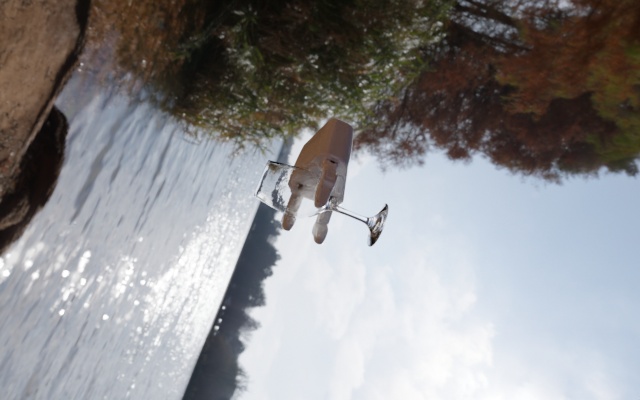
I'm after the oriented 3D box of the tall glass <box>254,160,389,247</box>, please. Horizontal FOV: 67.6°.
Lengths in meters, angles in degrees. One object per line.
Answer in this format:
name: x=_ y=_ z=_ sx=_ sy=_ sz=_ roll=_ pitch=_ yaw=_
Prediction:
tall glass: x=0.001 y=0.003 z=0.748 sx=0.201 sy=0.079 sz=0.079 roll=22 pitch=-3 yaw=-7
